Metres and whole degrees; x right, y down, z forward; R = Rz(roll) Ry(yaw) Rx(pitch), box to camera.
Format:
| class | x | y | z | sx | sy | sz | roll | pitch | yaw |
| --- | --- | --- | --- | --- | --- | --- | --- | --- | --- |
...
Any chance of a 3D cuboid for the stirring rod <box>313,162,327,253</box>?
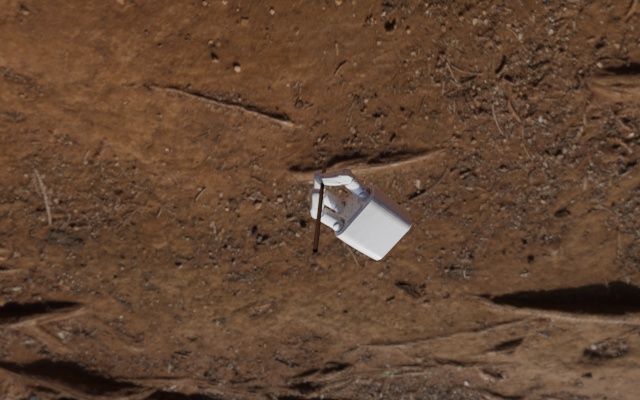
| class | x | y | z | sx | sy | sz | roll | pitch | yaw |
| --- | --- | --- | --- | --- | --- | --- | --- | --- | --- |
| stirring rod | 0.000 | 0.003 | 0.828 | 0.011 | 0.011 | 0.239 | 0 | 38 | 5 |
